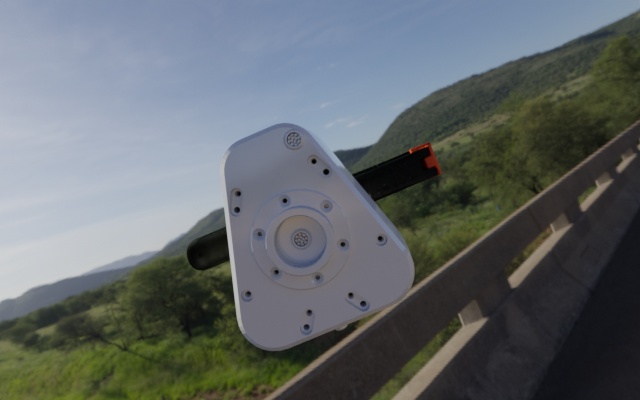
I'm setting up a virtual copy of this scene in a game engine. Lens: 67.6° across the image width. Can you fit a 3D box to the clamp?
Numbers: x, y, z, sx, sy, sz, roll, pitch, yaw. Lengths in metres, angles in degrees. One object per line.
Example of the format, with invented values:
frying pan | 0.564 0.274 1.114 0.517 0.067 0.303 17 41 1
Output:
clamp | 0.000 0.000 0.426 0.210 0.036 0.164 -22 3 2
